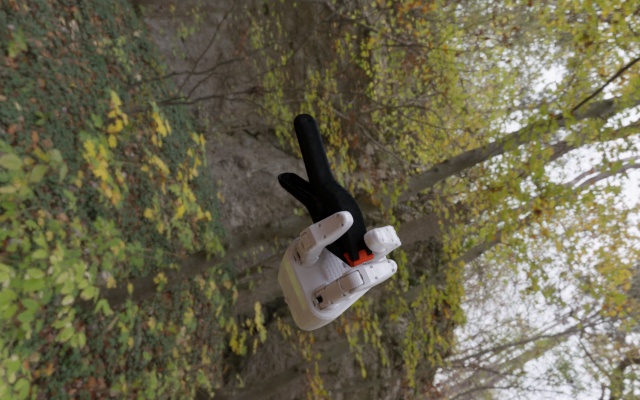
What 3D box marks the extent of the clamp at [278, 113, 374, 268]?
[{"bbox_3d":[0.001,0.002,0.536,0.039,0.171,0.120,-18,-18,-21],"label":"clamp"}]
